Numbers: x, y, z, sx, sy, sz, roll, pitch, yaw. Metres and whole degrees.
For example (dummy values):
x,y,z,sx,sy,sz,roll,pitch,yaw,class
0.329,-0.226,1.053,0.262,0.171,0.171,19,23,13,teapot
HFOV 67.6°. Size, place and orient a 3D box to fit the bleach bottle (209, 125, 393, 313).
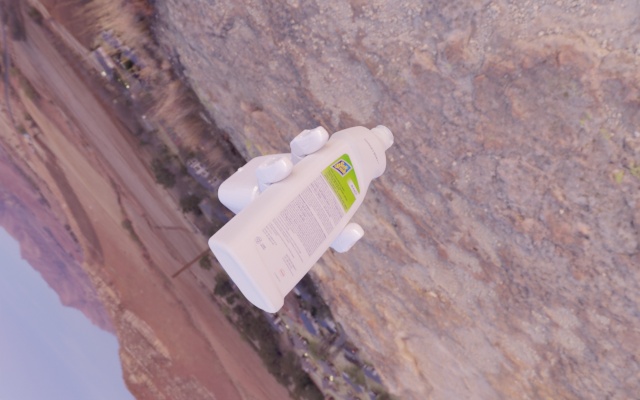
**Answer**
x,y,z,sx,sy,sz,roll,pitch,yaw,class
0.000,0.002,0.539,0.250,0.103,0.068,-42,28,-26,bleach bottle
